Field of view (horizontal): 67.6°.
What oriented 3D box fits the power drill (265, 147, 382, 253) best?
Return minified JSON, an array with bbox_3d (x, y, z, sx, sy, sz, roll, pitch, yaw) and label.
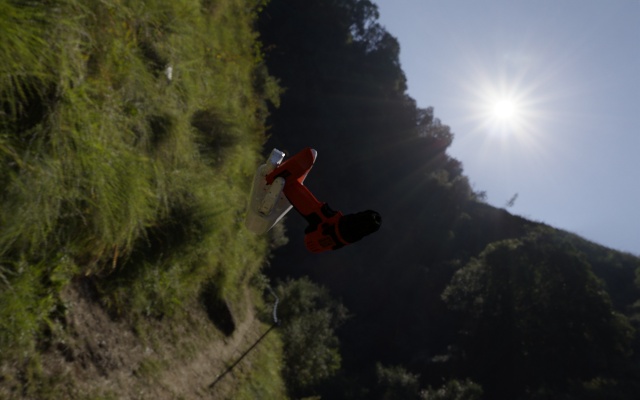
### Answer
[{"bbox_3d":[0.000,0.002,0.849,0.184,0.188,0.057,-26,12,45],"label":"power drill"}]
